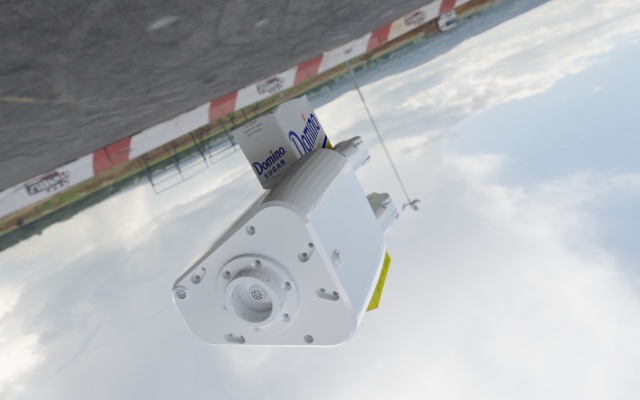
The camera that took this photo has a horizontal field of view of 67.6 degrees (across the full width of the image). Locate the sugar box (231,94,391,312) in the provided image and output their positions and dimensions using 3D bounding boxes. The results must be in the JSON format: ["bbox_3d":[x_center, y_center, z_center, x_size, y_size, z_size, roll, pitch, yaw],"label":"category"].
[{"bbox_3d":[0.001,0.001,0.406,0.048,0.176,0.093,-22,13,21],"label":"sugar box"}]
